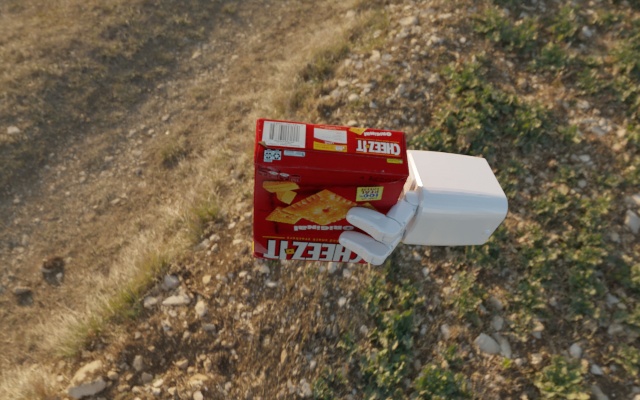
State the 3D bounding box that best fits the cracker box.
[{"bbox_3d":[0.000,0.002,0.585,0.164,0.072,0.214,4,-34,-6],"label":"cracker box"}]
